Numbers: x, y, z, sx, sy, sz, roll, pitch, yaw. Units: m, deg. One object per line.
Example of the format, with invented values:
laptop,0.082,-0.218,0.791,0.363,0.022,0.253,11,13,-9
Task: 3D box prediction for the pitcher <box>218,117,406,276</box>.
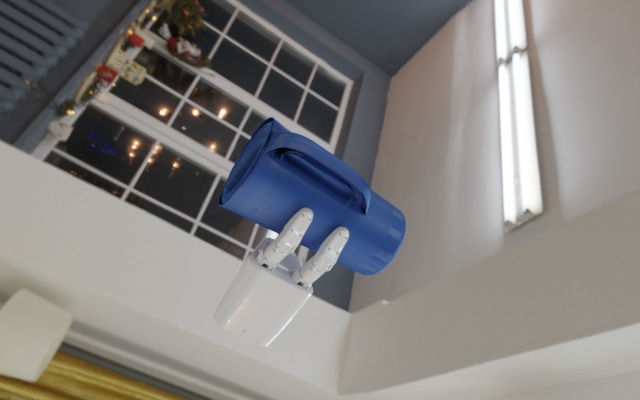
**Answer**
pitcher,0.000,0.002,0.641,0.243,0.145,0.149,31,14,-19
